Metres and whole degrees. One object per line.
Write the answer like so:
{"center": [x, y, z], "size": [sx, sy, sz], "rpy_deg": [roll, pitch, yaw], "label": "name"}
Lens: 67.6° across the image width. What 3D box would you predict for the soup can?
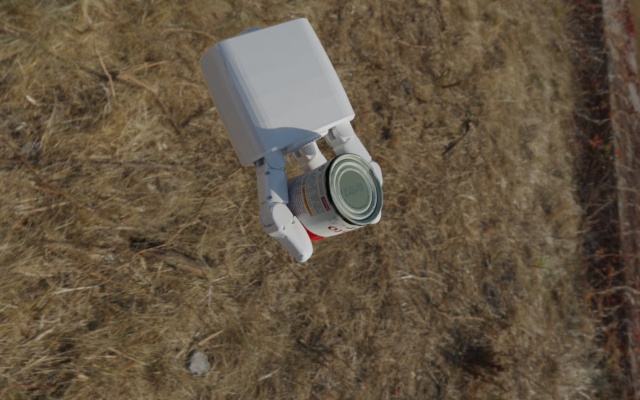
{"center": [0.000, 0.002, 0.450], "size": [0.068, 0.068, 0.102], "rpy_deg": [0, -14, -40], "label": "soup can"}
